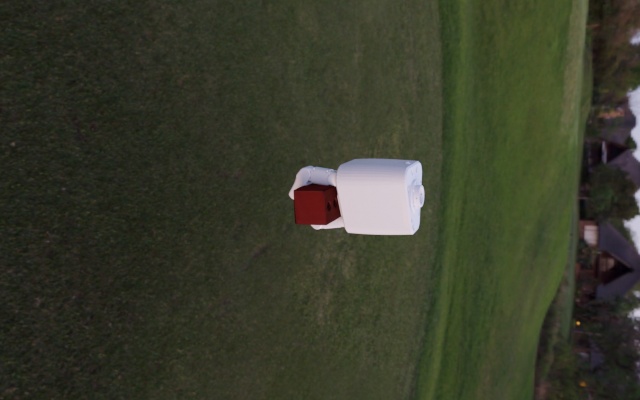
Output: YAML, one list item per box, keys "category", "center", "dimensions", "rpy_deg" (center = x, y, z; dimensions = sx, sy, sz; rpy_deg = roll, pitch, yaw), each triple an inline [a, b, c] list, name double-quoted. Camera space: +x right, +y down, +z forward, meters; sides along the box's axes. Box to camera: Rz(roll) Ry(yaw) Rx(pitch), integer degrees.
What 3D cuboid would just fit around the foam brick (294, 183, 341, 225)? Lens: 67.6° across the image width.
- category: "foam brick"
  center: [0.000, 0.003, 0.721]
  dimensions: [0.051, 0.053, 0.078]
  rpy_deg: [3, 14, 26]
